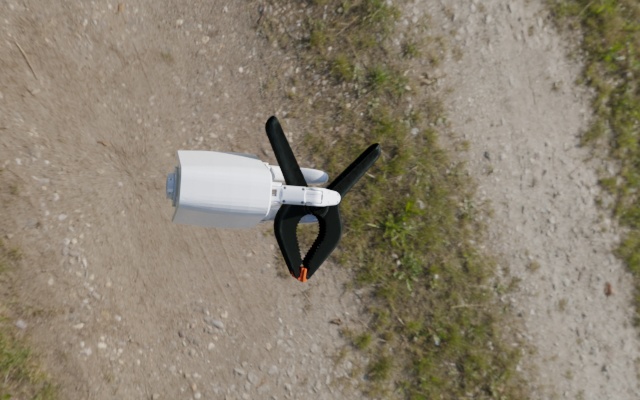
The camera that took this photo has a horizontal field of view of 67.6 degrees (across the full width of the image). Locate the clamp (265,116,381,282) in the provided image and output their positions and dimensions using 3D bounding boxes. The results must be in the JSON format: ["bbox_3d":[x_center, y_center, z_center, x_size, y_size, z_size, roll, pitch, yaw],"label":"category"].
[{"bbox_3d":[0.000,0.003,0.633,0.164,0.210,0.036,4,1,-21],"label":"clamp"}]
